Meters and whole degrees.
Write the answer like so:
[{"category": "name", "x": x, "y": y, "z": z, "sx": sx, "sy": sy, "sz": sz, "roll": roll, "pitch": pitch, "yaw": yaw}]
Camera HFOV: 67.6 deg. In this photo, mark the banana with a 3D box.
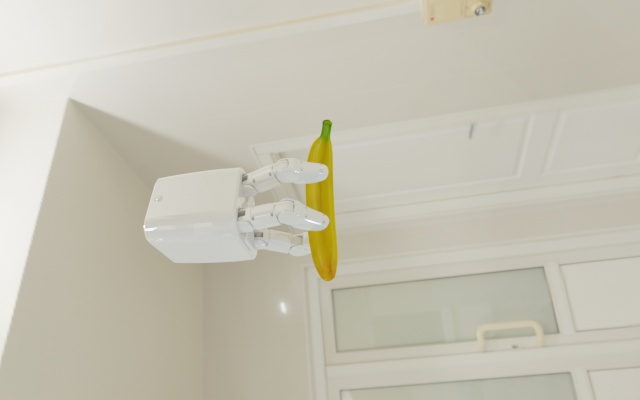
[{"category": "banana", "x": 0.000, "y": 0.004, "z": 0.588, "sx": 0.037, "sy": 0.197, "sz": 0.070, "roll": -2, "pitch": -17, "yaw": 0}]
